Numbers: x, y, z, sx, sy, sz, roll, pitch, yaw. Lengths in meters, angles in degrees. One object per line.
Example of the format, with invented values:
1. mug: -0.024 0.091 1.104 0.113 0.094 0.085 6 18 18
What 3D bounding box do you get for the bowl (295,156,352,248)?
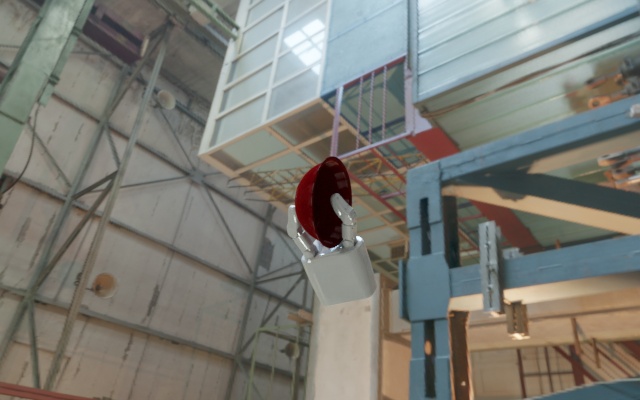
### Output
1. bowl: 0.000 0.001 0.849 0.055 0.162 0.162 2 1 27
